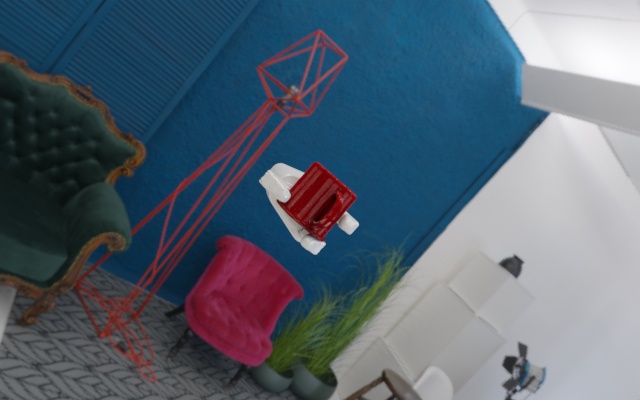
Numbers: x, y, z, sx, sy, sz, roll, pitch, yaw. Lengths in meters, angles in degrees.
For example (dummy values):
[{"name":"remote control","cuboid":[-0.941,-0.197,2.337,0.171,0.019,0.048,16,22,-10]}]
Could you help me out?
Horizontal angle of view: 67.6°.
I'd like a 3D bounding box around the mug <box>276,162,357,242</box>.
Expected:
[{"name":"mug","cuboid":[0.001,0.002,0.677,0.093,0.081,0.117,40,3,-21]}]
